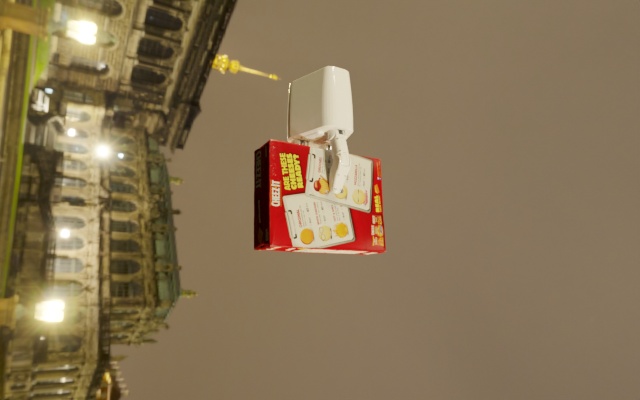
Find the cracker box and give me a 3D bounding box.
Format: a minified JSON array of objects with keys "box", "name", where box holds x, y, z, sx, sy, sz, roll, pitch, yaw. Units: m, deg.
[{"box":[0.000,0.003,0.775,0.214,0.164,0.072,6,-15,-31],"name":"cracker box"}]
